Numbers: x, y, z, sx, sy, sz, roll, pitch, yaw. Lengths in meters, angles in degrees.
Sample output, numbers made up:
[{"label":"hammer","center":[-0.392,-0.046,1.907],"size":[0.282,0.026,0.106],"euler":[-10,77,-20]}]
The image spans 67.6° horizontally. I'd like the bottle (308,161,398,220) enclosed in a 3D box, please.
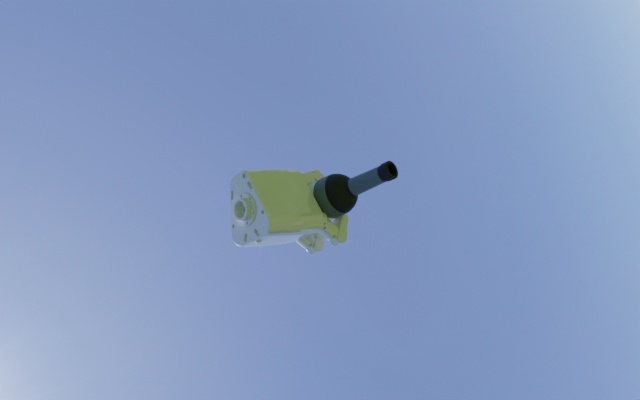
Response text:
[{"label":"bottle","center":[0.000,0.003,0.771],"size":[0.296,0.069,0.069],"euler":[-25,-17,41]}]
